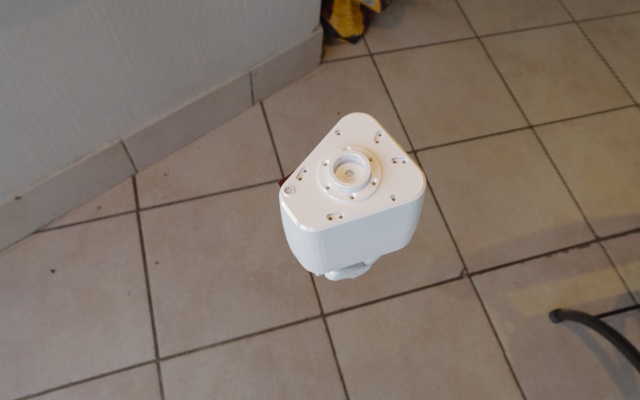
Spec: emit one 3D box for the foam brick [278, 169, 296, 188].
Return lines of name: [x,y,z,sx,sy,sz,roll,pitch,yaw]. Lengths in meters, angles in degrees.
foam brick: [0.000,0.002,0.513,0.053,0.078,0.051,-36,-21,-4]
